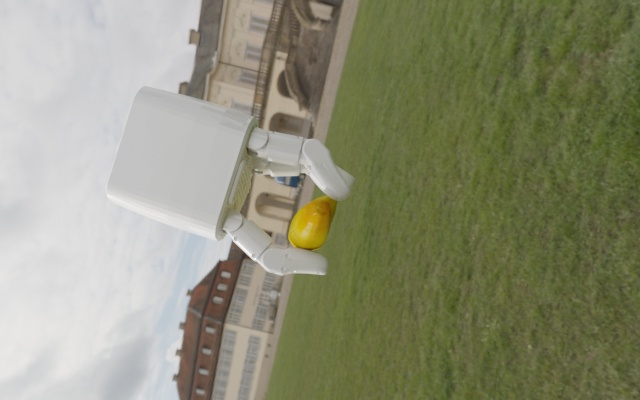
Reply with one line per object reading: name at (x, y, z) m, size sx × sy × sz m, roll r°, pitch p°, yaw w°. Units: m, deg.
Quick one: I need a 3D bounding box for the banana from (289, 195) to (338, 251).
banana at (-0.006, 0.018, 0.474) m, size 0.037 × 0.069 × 0.198 m, roll 22°, pitch 9°, yaw 2°
